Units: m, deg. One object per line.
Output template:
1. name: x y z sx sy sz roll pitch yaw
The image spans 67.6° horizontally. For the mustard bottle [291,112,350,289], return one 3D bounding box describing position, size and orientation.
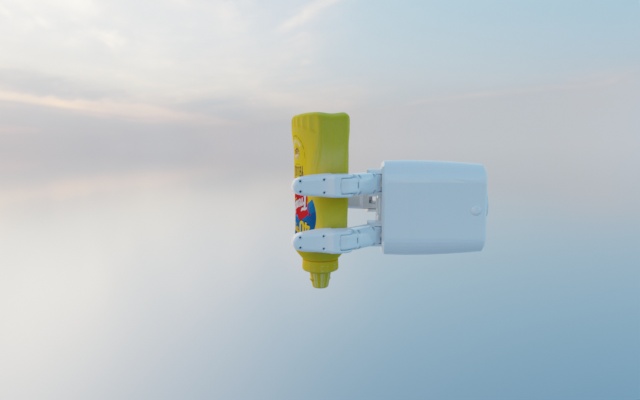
1. mustard bottle: 0.000 0.001 0.526 0.058 0.191 0.096 -3 7 -19
